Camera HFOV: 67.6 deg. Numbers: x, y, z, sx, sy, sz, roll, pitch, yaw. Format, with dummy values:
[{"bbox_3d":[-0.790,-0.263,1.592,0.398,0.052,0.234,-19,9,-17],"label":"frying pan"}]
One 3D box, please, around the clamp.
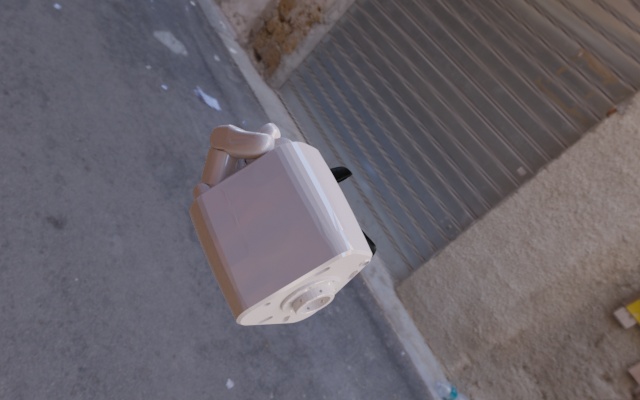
[{"bbox_3d":[0.000,0.001,0.494,0.039,0.120,0.171,-39,-29,25],"label":"clamp"}]
